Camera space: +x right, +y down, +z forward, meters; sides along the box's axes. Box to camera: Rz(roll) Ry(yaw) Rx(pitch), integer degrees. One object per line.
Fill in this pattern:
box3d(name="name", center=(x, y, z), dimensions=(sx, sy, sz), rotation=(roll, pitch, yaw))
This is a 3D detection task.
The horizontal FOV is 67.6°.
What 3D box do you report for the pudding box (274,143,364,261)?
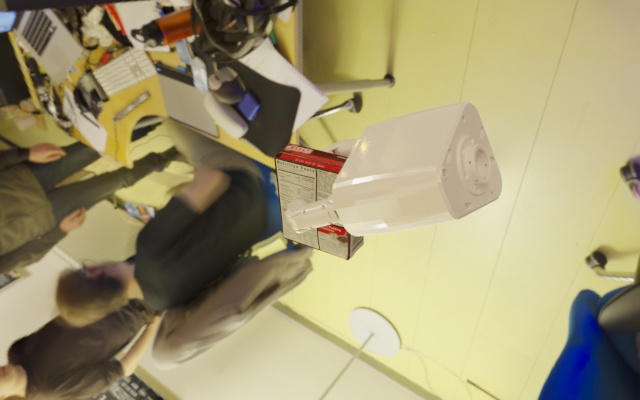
box3d(name="pudding box", center=(0.000, 0.002, 0.514), dimensions=(0.090, 0.114, 0.039), rotation=(17, 38, 26))
